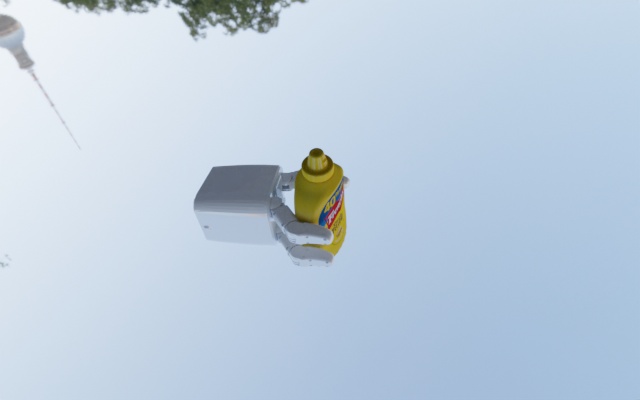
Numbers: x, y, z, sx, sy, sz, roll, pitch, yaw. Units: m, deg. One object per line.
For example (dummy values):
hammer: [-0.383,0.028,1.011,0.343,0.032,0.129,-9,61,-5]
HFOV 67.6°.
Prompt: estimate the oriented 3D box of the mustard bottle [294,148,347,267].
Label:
mustard bottle: [0.000,0.002,0.652,0.058,0.096,0.192,20,-35,20]
